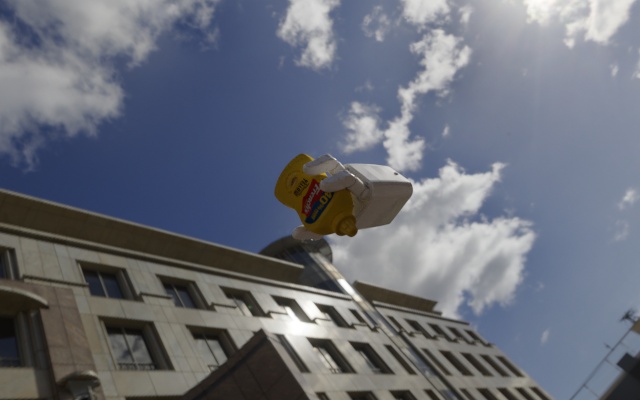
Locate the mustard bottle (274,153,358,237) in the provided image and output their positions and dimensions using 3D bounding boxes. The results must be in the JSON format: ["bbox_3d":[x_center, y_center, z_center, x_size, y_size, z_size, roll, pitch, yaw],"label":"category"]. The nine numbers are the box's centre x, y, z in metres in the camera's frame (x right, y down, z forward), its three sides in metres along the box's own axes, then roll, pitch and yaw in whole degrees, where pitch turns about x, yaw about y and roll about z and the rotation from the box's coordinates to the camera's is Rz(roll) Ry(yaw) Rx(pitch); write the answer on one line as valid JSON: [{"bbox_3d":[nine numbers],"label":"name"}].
[{"bbox_3d":[0.000,0.002,0.803,0.058,0.096,0.191,28,11,-47],"label":"mustard bottle"}]
